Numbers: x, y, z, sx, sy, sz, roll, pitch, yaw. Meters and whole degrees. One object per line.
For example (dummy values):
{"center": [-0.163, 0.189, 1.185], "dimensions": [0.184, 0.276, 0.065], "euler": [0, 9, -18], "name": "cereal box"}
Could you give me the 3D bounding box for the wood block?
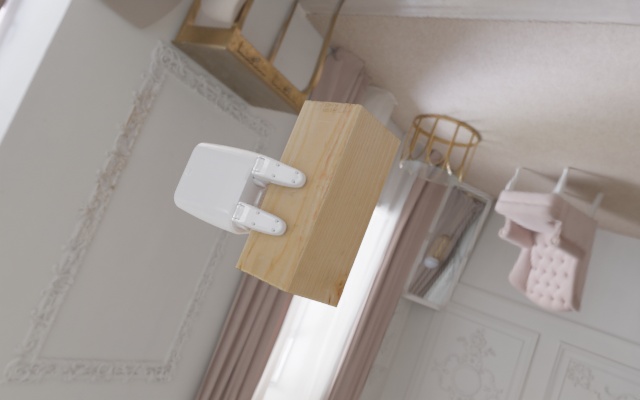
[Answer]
{"center": [0.000, 0.002, 0.541], "dimensions": [0.090, 0.206, 0.091], "euler": [15, -10, 42], "name": "wood block"}
